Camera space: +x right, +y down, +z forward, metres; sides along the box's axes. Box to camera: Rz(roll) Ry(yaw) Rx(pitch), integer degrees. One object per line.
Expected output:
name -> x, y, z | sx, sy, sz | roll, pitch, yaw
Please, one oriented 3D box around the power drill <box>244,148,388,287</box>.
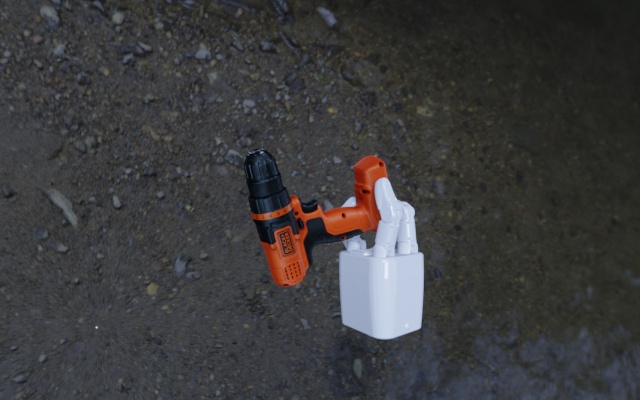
power drill -> 0.001, 0.002, 0.631 | 0.187, 0.184, 0.057 | -19, 21, -20
